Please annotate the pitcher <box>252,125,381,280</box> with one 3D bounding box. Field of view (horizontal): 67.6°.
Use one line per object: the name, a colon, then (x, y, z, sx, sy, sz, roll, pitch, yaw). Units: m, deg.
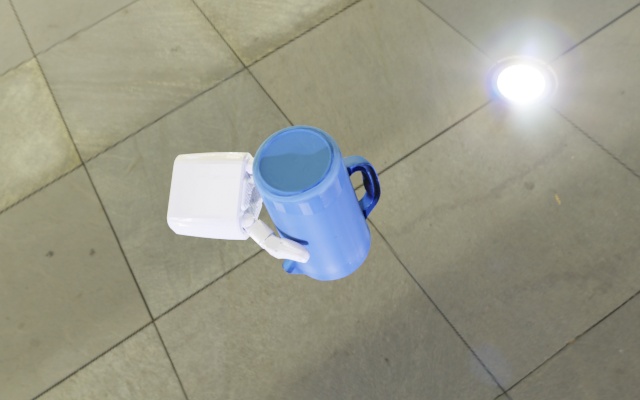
pitcher: (0.000, 0.002, 0.655, 0.145, 0.149, 0.243, 3, -27, 13)
